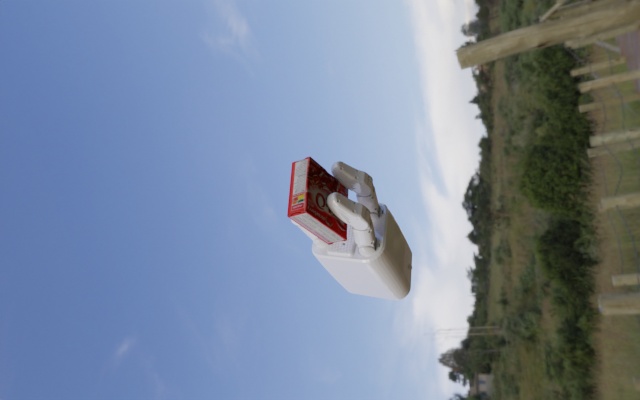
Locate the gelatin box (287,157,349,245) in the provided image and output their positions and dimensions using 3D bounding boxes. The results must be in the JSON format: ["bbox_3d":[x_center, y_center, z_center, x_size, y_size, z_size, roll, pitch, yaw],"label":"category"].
[{"bbox_3d":[0.000,0.002,0.566,0.030,0.073,0.089,-16,-35,31],"label":"gelatin box"}]
